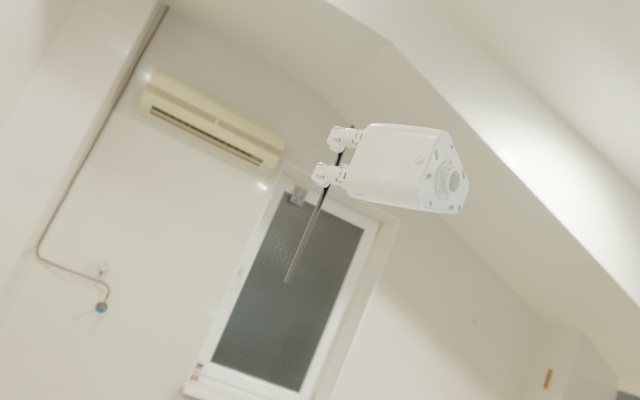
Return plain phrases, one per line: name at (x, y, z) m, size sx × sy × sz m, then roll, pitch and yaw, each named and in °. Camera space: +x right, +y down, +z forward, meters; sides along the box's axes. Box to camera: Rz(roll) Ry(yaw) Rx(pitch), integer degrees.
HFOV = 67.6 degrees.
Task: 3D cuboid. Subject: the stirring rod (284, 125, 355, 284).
stirring rod at (0.000, 0.002, 0.664) m, size 0.011 × 0.239 × 0.011 m, roll 22°, pitch -11°, yaw 4°
